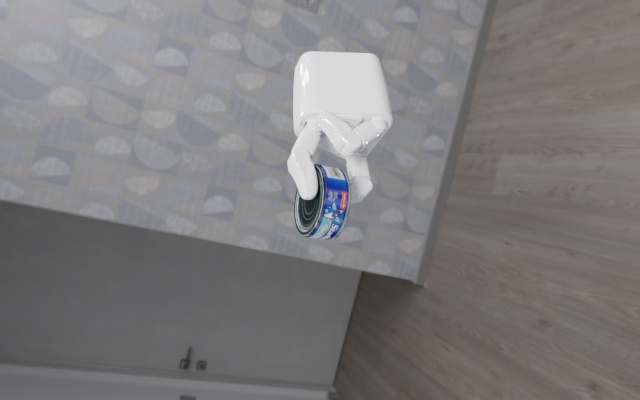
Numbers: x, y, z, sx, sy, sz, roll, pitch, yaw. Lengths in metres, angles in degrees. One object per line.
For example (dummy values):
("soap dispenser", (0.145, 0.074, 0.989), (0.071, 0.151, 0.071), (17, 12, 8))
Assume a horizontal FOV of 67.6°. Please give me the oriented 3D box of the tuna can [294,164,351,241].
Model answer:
("tuna can", (0.000, 0.002, 0.548), (0.034, 0.086, 0.086), (9, -4, -24))
